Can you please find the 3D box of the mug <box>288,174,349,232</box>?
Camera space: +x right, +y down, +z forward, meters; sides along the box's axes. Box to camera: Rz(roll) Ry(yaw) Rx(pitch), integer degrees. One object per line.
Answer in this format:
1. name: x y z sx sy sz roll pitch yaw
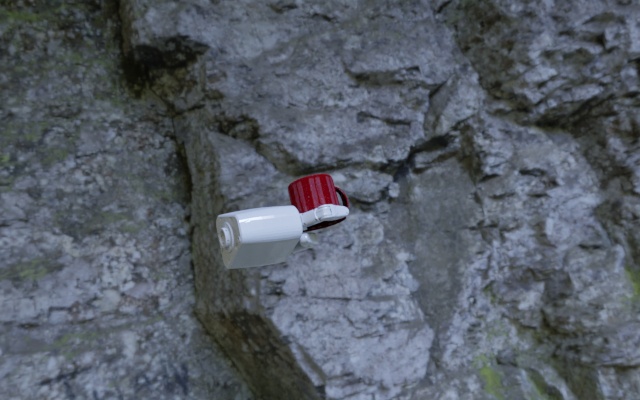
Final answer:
1. mug: 0.001 0.002 0.841 0.117 0.081 0.093 -6 -14 -33
